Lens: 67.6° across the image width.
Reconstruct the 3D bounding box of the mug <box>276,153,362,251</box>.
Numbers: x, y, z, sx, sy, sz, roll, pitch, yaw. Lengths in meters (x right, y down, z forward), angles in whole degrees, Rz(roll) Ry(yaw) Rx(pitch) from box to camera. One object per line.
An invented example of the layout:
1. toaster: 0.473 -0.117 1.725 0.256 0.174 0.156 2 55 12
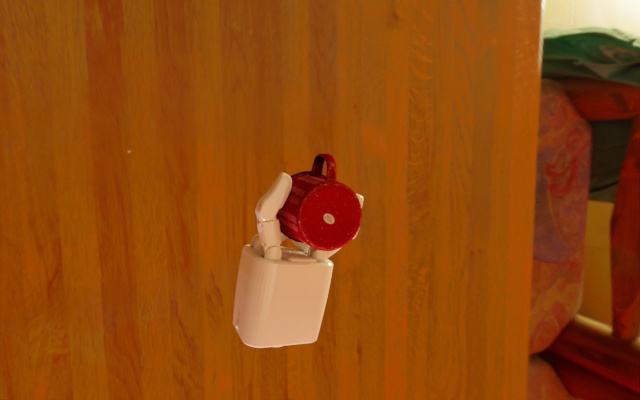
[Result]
1. mug: 0.000 0.000 0.574 0.093 0.117 0.081 9 4 -22
